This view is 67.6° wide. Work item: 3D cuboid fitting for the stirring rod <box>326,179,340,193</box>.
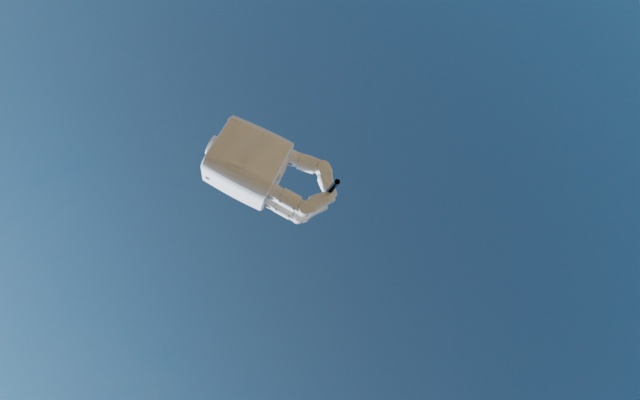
[{"bbox_3d":[0.000,0.002,0.776,0.011,0.011,0.239,0,-14,-11],"label":"stirring rod"}]
